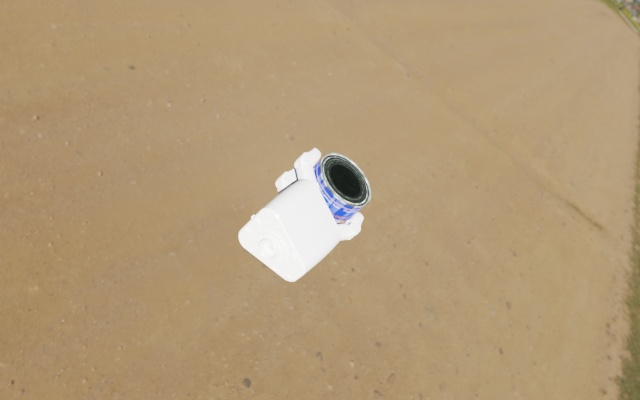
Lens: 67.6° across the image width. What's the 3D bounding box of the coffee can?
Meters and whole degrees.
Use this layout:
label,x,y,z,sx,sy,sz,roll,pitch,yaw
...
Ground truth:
label,x,y,z,sx,sy,sz,roll,pitch,yaw
coffee can,0.000,0.003,0.794,0.103,0.102,0.140,0,-31,-44
